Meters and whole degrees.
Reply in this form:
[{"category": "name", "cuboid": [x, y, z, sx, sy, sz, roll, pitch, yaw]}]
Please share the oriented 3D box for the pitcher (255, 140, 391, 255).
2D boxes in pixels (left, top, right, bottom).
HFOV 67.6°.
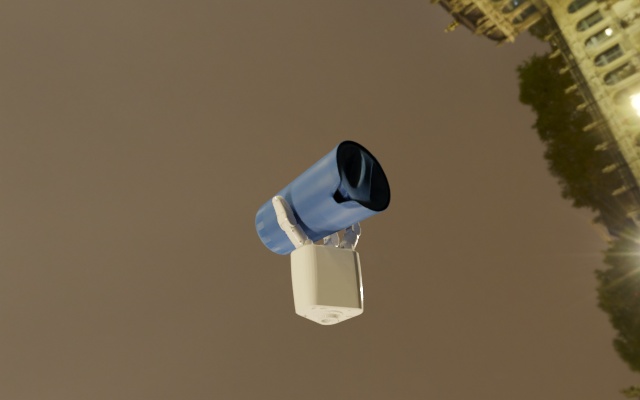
[{"category": "pitcher", "cuboid": [0.000, 0.003, 0.863, 0.149, 0.145, 0.243, 20, -39, -39]}]
